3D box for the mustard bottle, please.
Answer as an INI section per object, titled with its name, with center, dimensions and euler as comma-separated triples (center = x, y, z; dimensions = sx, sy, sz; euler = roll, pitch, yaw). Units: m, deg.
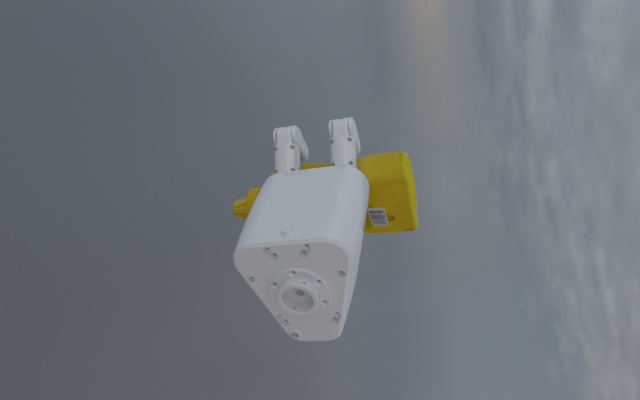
[mustard bottle]
center = 0.000, 0.001, 0.493
dimensions = 0.191, 0.058, 0.096
euler = -6, -35, 15
